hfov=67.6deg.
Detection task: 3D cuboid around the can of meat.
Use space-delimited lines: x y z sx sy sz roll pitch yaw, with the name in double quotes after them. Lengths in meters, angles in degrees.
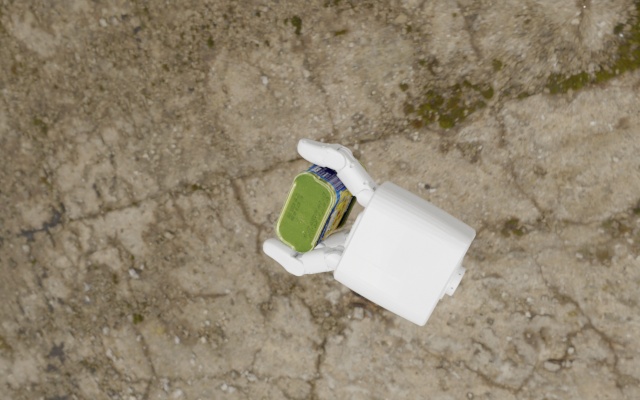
0.000 0.002 0.543 0.057 0.102 0.084 32 32 13 "can of meat"
